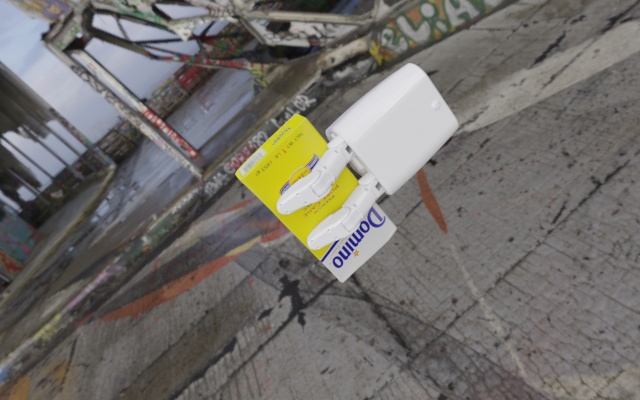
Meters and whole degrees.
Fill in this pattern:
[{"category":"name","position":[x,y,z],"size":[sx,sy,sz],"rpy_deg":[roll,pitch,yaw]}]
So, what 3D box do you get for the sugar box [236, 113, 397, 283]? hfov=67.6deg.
[{"category":"sugar box","position":[0.000,0.002,0.527],"size":[0.176,0.093,0.048],"rpy_deg":[47,-2,-24]}]
